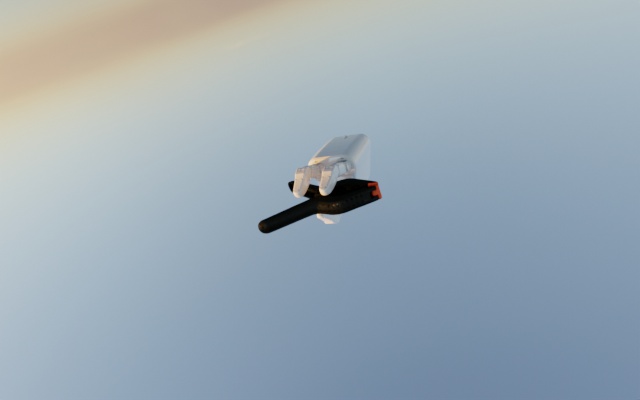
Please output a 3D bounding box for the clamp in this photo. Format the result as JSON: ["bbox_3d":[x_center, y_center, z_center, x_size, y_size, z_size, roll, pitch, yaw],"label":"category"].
[{"bbox_3d":[0.001,0.003,0.831,0.210,0.036,0.164,-5,29,29],"label":"clamp"}]
